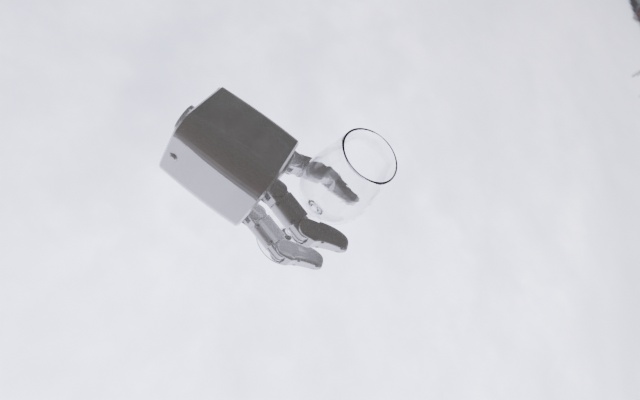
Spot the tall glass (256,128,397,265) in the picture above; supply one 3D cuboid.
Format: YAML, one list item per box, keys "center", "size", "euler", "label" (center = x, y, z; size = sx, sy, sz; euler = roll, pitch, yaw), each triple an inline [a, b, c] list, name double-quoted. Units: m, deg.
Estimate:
- center: [0.000, 0.002, 0.522]
  size: [0.079, 0.079, 0.201]
  euler: [0, -26, -32]
  label: "tall glass"
